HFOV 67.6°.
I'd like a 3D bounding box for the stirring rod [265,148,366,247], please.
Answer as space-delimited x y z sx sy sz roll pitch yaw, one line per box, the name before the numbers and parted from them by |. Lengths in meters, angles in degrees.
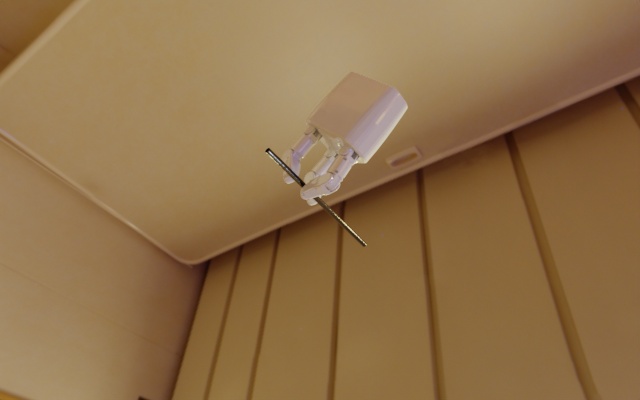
stirring rod | 0.000 0.002 0.705 0.011 0.011 0.240 0 -35 46
